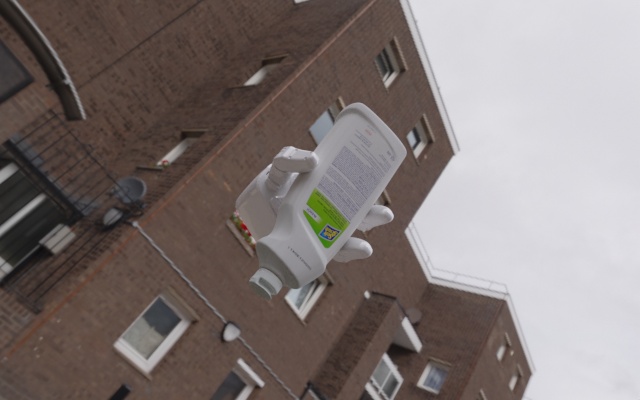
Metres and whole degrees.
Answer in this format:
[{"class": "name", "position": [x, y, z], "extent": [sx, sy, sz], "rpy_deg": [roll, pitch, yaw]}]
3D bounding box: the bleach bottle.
[{"class": "bleach bottle", "position": [0.000, 0.002, 0.547], "extent": [0.250, 0.102, 0.068], "rpy_deg": [-51, 10, -29]}]
